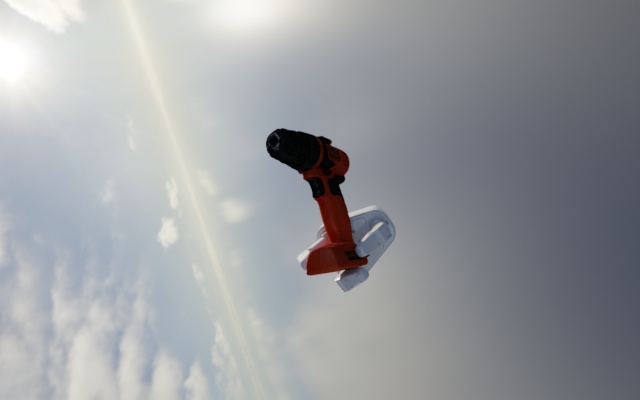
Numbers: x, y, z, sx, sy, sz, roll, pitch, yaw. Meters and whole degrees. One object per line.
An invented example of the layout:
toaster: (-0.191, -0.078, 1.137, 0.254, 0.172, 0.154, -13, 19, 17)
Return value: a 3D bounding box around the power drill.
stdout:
power drill: (0.000, 0.003, 0.635, 0.057, 0.187, 0.184, -16, -12, 27)
